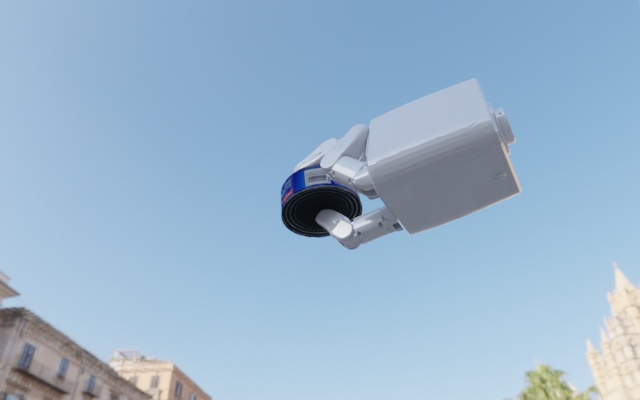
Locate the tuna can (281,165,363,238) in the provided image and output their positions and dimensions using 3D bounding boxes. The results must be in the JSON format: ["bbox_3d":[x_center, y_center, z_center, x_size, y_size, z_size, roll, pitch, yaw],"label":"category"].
[{"bbox_3d":[0.000,0.001,0.510,0.086,0.033,0.086,-4,-39,-3],"label":"tuna can"}]
